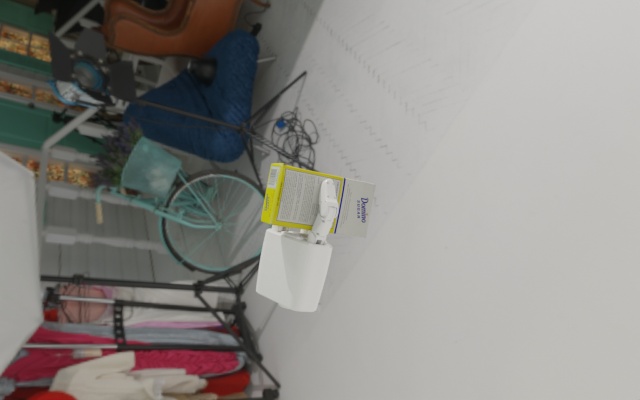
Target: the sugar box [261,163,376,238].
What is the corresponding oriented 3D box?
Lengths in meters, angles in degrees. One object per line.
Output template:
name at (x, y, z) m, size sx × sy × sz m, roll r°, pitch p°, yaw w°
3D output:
sugar box at (0.000, 0.003, 0.757) m, size 0.176 × 0.093 × 0.048 m, roll 11°, pitch 0°, yaw -33°
